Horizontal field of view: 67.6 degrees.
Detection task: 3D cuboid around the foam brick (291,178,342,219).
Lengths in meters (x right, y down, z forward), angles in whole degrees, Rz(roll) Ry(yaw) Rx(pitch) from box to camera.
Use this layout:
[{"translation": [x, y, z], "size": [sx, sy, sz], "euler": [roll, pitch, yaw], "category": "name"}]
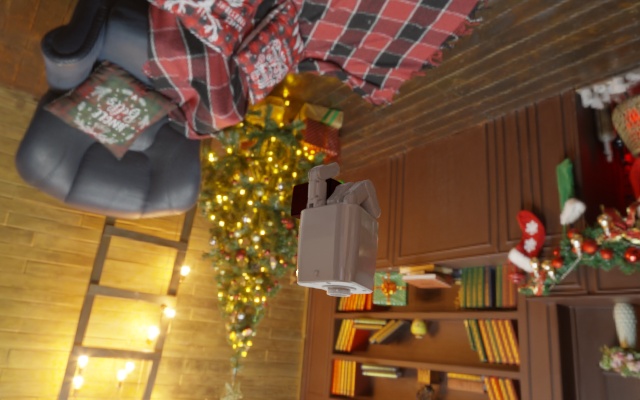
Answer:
[{"translation": [0.000, 0.002, 0.732], "size": [0.078, 0.051, 0.053], "euler": [-11, -23, 40], "category": "foam brick"}]
